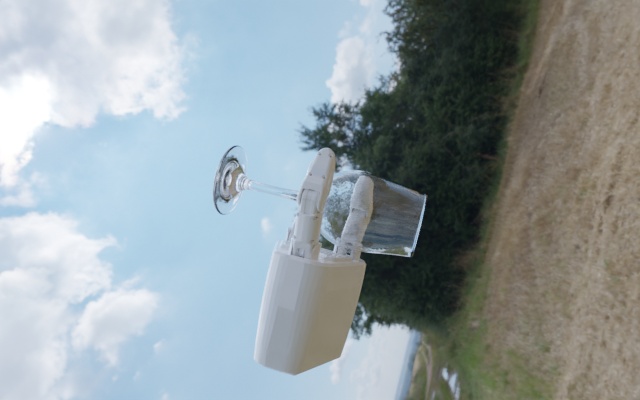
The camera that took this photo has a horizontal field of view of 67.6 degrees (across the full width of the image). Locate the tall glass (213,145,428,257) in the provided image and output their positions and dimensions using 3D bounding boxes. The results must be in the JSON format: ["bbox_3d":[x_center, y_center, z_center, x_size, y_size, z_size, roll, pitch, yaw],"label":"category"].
[{"bbox_3d":[-0.001,0.001,0.475,0.201,0.079,0.079,13,3,14],"label":"tall glass"}]
